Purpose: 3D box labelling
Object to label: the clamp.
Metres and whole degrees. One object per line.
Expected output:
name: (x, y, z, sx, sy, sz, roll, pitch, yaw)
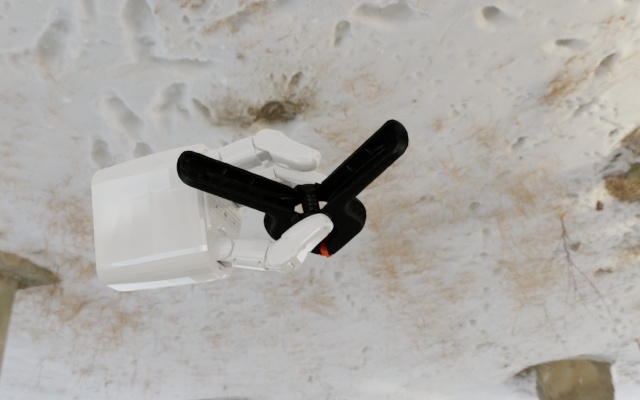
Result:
clamp: (0.000, 0.002, 0.410, 0.164, 0.036, 0.210, -10, -26, 11)
